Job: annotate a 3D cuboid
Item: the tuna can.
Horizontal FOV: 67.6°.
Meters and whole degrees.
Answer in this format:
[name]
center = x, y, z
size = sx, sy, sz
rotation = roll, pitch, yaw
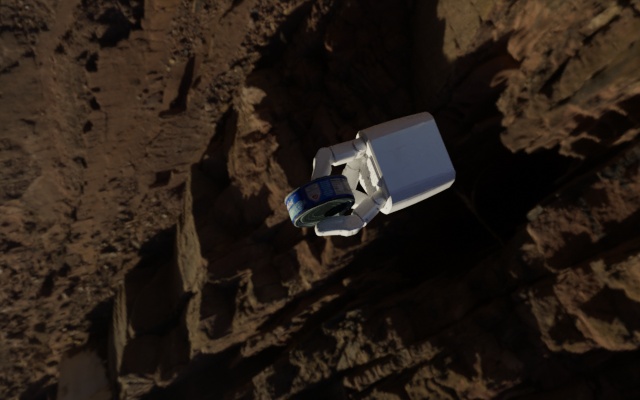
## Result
[tuna can]
center = 0.000, 0.003, 0.604
size = 0.086, 0.033, 0.086
rotation = -19, -18, -6
